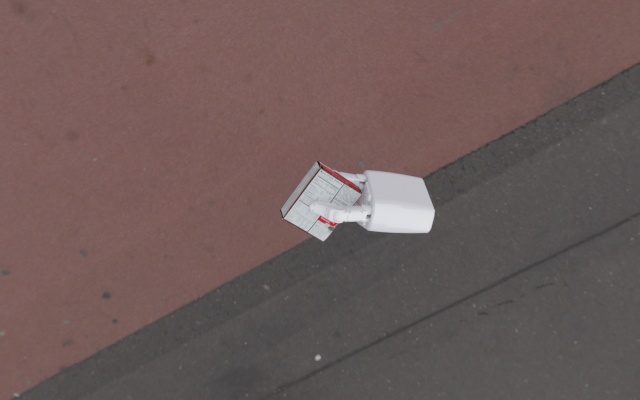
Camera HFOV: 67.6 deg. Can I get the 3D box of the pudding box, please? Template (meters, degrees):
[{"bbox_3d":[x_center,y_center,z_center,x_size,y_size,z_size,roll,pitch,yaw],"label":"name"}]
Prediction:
[{"bbox_3d":[0.000,0.003,0.797,0.090,0.113,0.039,32,15,-21],"label":"pudding box"}]
